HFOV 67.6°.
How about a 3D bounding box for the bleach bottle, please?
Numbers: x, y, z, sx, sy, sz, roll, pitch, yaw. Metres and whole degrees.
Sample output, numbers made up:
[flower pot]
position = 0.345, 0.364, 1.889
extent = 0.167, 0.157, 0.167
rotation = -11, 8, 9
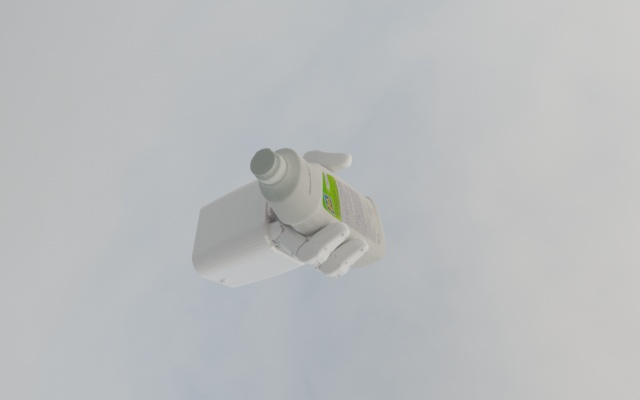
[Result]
[bleach bottle]
position = 0.000, 0.002, 0.553
extent = 0.068, 0.102, 0.251
rotation = -23, -30, 19
